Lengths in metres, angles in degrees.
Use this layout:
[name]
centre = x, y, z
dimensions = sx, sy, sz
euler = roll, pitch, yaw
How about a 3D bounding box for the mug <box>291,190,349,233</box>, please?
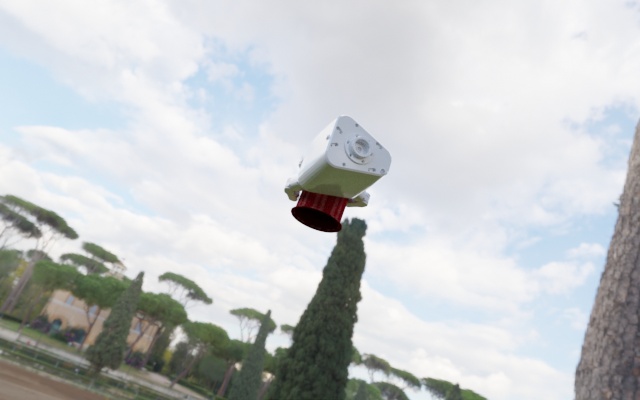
[mug]
centre = 0.000, 0.003, 0.844
dimensions = 0.093, 0.081, 0.117
euler = 28, -25, -15
